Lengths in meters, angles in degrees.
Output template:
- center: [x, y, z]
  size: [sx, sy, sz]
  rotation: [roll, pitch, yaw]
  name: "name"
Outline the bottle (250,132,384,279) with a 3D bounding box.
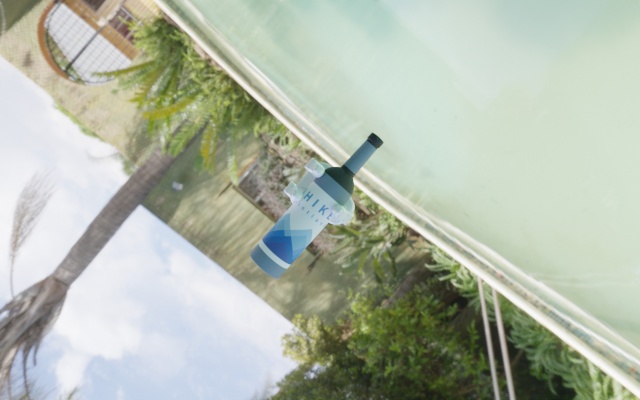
- center: [0.000, 0.003, 0.817]
  size: [0.069, 0.296, 0.069]
  rotation: [42, 2, -2]
  name: "bottle"
